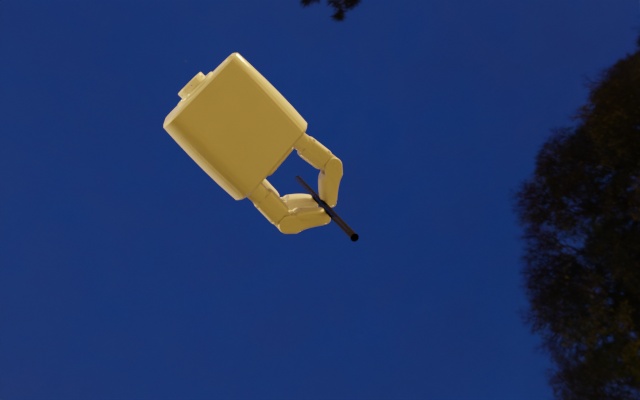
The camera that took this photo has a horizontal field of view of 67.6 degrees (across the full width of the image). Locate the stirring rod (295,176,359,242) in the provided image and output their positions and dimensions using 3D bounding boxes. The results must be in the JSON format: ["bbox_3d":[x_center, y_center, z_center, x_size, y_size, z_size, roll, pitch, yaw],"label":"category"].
[{"bbox_3d":[0.000,0.002,0.551,0.011,0.011,0.239,0,16,-16],"label":"stirring rod"}]
